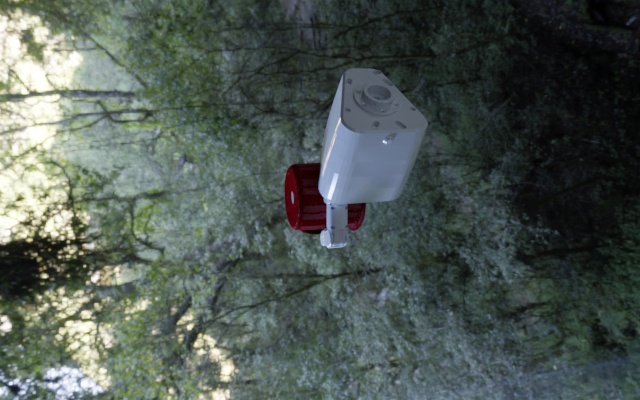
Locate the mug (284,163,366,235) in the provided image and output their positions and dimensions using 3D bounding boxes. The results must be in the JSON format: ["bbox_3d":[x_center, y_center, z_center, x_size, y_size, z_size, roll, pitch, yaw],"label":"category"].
[{"bbox_3d":[0.000,0.003,0.604,0.081,0.093,0.117,-3,-39,-16],"label":"mug"}]
